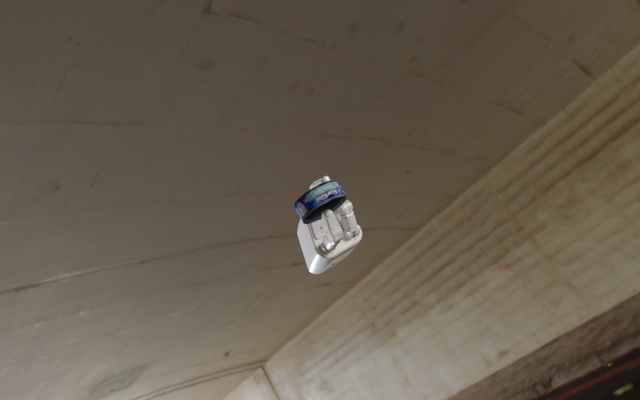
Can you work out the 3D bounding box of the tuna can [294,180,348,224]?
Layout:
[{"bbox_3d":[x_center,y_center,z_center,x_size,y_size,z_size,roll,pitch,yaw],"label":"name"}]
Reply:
[{"bbox_3d":[0.000,0.002,0.792,0.086,0.033,0.086,-29,-15,-8],"label":"tuna can"}]
